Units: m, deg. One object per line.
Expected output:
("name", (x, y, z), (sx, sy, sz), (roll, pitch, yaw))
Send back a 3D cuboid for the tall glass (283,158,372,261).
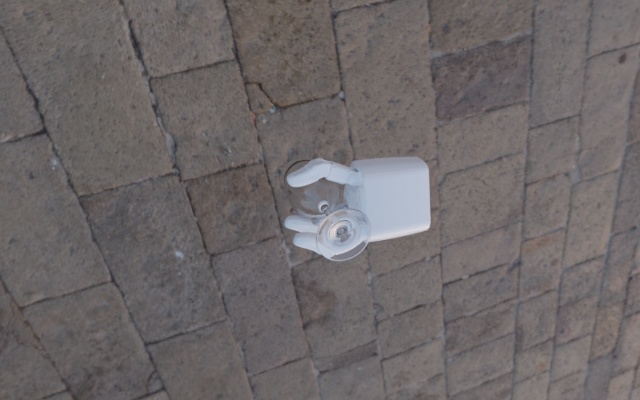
("tall glass", (0.000, 0.002, 0.680), (0.079, 0.079, 0.201), (0, 25, -20))
